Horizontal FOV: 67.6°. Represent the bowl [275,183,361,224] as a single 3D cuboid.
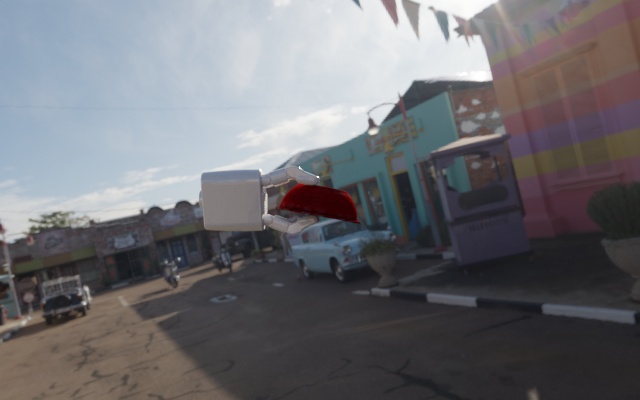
[{"bbox_3d":[0.001,0.003,0.891,0.162,0.055,0.162,11,-2,0],"label":"bowl"}]
